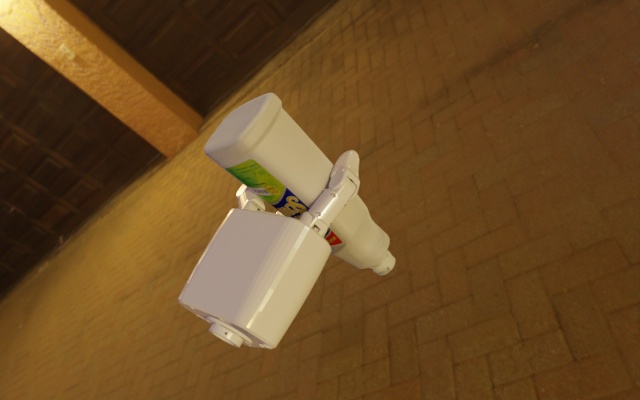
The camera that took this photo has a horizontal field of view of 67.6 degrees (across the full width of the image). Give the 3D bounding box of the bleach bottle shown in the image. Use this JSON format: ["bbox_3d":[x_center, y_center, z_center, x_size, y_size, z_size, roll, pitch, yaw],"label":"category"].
[{"bbox_3d":[0.000,0.002,0.510,0.251,0.068,0.102,42,-26,-26],"label":"bleach bottle"}]
